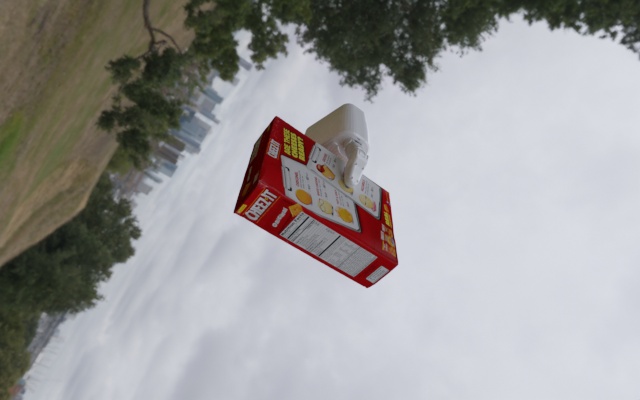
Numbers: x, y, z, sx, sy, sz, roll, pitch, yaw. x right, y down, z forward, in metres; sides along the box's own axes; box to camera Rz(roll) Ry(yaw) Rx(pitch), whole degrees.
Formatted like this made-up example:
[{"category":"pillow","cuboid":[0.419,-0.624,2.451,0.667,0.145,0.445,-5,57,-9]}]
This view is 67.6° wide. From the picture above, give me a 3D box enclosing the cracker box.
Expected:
[{"category":"cracker box","cuboid":[0.000,0.002,0.651,0.214,0.072,0.164,32,32,-19]}]
